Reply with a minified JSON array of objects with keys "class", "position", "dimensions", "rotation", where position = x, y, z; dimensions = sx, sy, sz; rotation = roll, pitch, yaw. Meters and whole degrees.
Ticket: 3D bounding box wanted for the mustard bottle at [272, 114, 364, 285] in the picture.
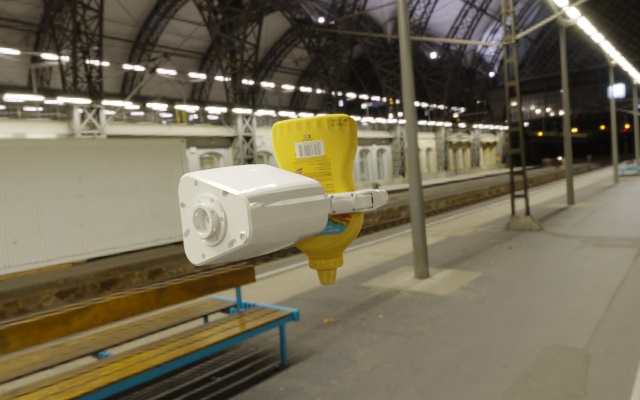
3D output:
[{"class":"mustard bottle","position":[0.000,0.002,0.550],"dimensions":[0.096,0.191,0.058],"rotation":[-4,4,15]}]
